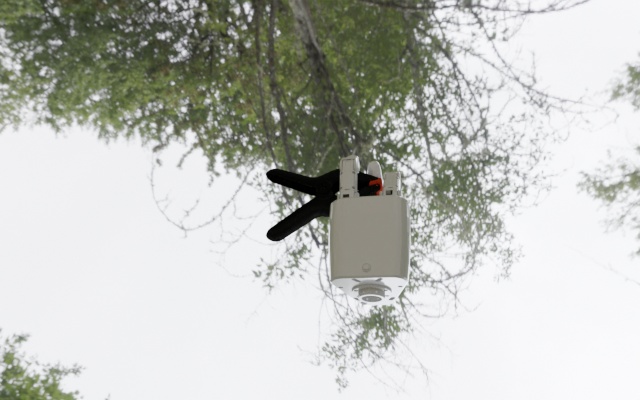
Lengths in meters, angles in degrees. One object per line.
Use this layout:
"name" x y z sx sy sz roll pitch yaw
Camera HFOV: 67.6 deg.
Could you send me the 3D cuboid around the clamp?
"clamp" 0.000 0.002 0.660 0.171 0.120 0.039 -3 -30 12
